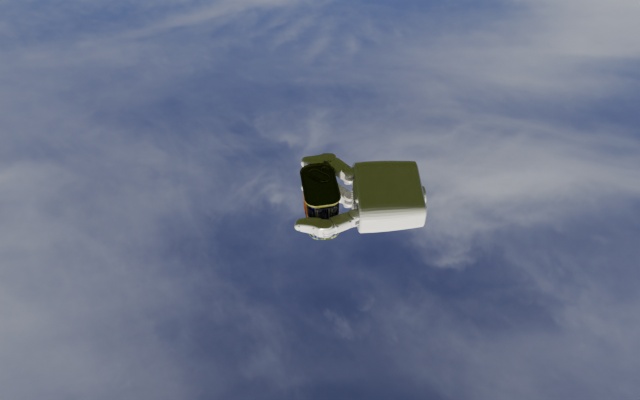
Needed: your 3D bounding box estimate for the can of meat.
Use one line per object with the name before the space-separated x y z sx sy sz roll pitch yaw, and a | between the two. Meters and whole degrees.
can of meat | 0.000 0.003 0.790 0.057 0.084 0.102 -7 44 -5
